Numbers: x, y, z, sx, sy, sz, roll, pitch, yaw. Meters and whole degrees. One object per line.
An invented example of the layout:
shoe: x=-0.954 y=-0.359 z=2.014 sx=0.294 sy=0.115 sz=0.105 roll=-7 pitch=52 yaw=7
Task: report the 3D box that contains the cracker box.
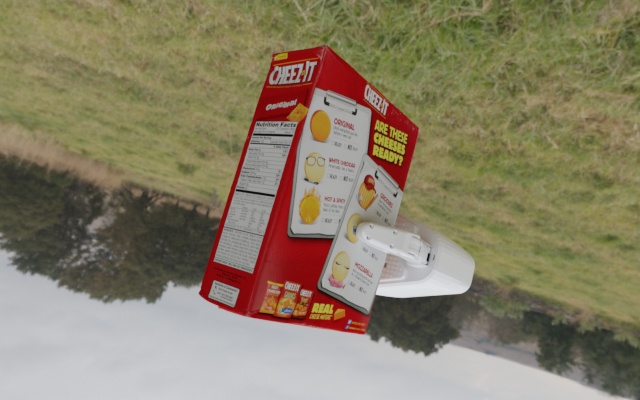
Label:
cracker box: x=0.000 y=0.002 z=0.427 sx=0.072 sy=0.213 sz=0.164 roll=8 pitch=-11 yaw=40
